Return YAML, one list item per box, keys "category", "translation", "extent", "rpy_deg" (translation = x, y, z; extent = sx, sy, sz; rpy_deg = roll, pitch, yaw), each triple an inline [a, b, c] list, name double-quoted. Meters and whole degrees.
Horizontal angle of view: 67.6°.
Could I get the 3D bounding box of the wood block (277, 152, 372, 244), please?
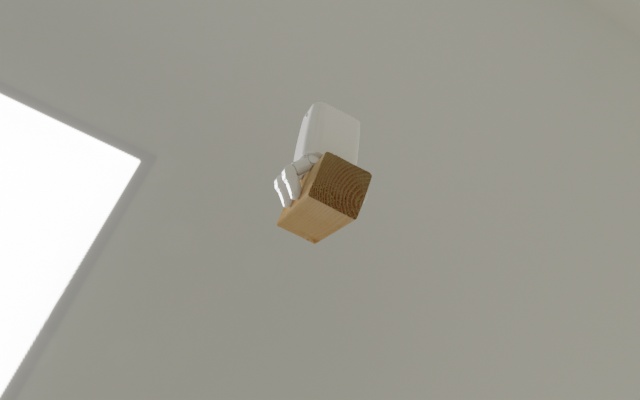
- category: "wood block"
  translation: [0.000, 0.003, 0.863]
  extent: [0.091, 0.090, 0.206]
  rpy_deg: [26, -23, -10]
